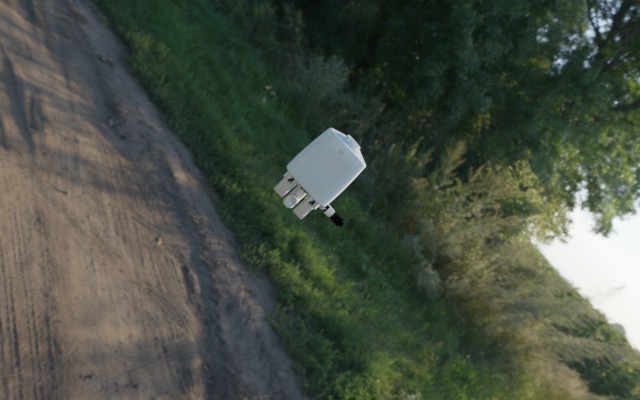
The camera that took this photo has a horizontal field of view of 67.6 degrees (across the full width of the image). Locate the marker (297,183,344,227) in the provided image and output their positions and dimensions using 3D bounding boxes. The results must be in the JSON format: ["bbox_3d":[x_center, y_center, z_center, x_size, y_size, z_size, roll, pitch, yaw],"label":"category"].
[{"bbox_3d":[0.000,0.003,0.895,0.020,0.121,0.020,-43,3,3],"label":"marker"}]
